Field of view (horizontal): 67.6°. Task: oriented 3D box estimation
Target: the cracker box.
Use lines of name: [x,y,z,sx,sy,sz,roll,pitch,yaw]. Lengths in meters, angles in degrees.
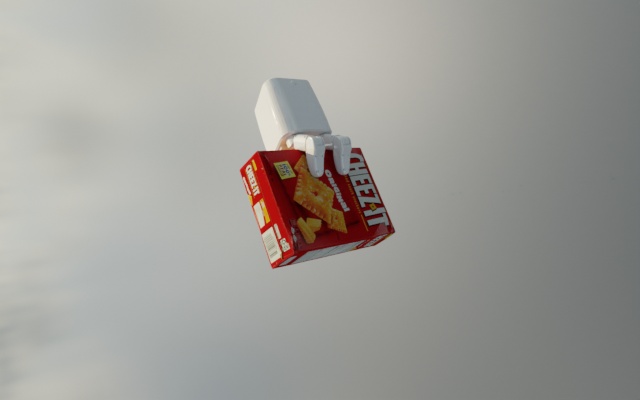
cracker box: [0.000,0.003,0.750,0.213,0.164,0.072,-7,-20,-39]
